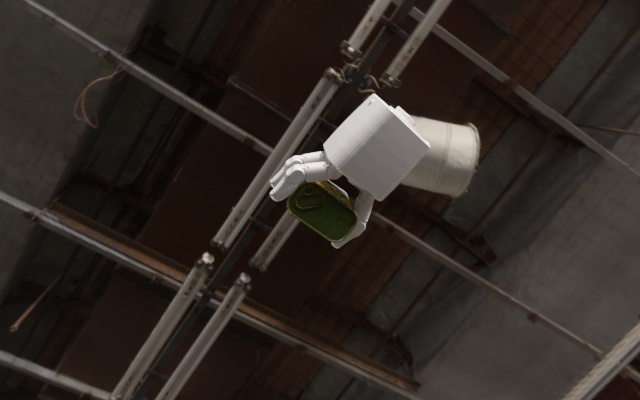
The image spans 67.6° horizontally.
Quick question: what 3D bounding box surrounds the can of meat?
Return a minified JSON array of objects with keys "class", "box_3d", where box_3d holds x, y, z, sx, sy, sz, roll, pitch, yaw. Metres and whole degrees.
[{"class":"can of meat","box_3d":[0.000,0.002,0.699,0.102,0.057,0.084,35,15,-17]}]
